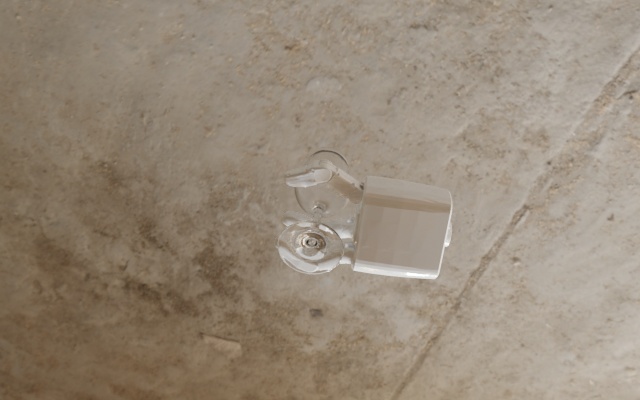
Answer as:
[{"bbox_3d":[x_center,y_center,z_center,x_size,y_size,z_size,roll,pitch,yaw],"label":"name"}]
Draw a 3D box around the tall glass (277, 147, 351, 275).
[{"bbox_3d":[0.000,0.002,0.611,0.079,0.079,0.201,0,31,7],"label":"tall glass"}]
